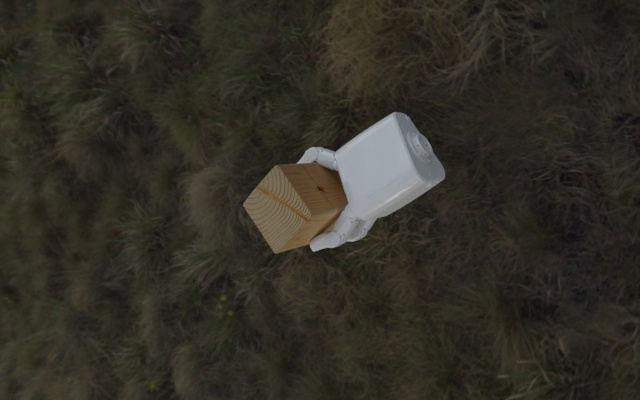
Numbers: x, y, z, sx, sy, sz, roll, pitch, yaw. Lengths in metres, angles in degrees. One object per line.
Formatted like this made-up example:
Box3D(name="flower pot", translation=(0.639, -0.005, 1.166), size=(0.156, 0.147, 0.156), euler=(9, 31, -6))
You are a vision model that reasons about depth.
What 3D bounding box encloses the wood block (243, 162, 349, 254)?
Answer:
Box3D(name="wood block", translation=(0.000, 0.002, 0.719), size=(0.090, 0.090, 0.206), euler=(-46, -21, 30))
